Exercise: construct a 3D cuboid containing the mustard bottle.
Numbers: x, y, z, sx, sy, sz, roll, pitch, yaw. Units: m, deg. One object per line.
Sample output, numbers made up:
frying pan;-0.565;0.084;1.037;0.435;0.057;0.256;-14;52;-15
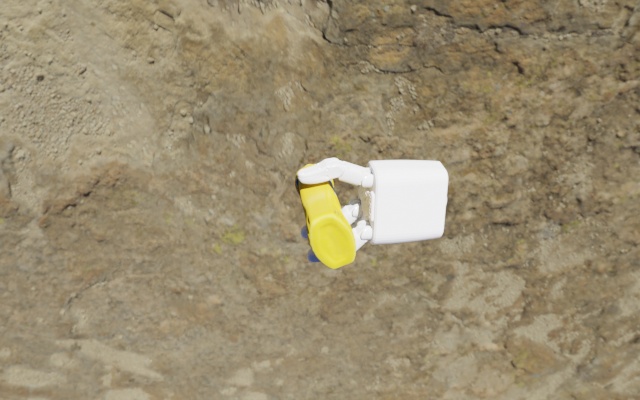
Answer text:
mustard bottle;0.000;0.002;0.686;0.058;0.096;0.191;-23;36;4
